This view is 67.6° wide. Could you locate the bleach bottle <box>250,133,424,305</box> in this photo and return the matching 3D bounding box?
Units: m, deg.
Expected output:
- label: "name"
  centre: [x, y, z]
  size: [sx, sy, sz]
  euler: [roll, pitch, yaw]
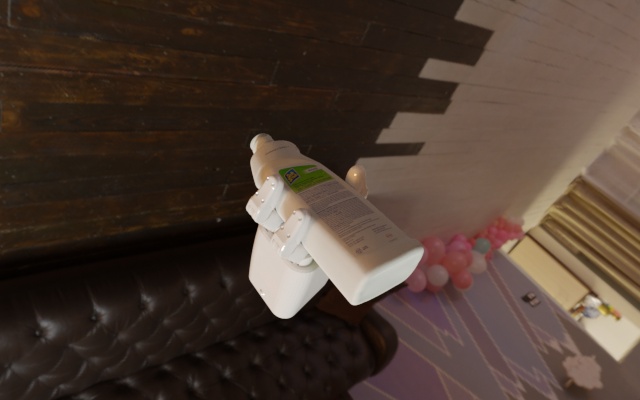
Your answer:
- label: "bleach bottle"
  centre: [0.000, 0.002, 0.569]
  size: [0.102, 0.068, 0.250]
  euler: [-19, 53, -35]
